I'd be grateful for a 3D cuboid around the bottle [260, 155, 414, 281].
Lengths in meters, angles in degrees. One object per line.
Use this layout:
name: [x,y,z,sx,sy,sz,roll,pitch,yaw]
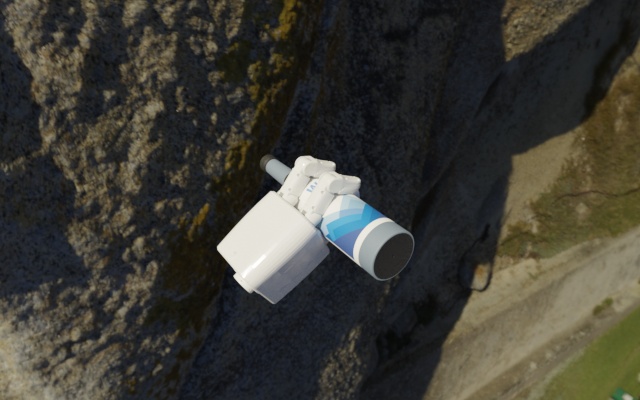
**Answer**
bottle: [0.000,0.002,0.653,0.069,0.069,0.295,0,25,-40]
